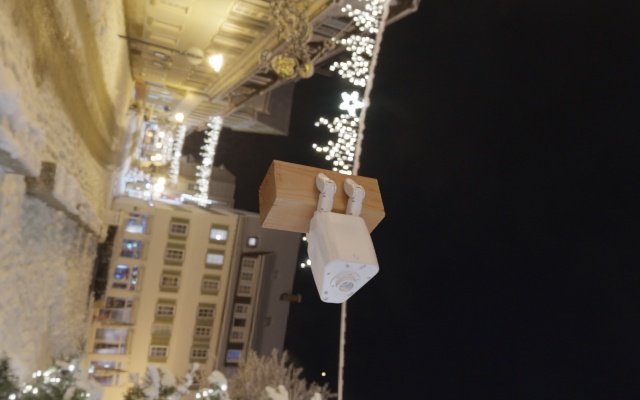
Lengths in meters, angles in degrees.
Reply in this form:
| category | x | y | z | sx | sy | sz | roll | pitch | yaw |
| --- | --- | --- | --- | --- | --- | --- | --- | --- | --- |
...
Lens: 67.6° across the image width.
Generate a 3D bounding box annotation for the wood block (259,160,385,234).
| category | x | y | z | sx | sy | sz | roll | pitch | yaw |
| --- | --- | --- | --- | --- | --- | --- | --- | --- | --- |
| wood block | 0.000 | 0.003 | 0.873 | 0.206 | 0.090 | 0.091 | 10 | -40 | -22 |
